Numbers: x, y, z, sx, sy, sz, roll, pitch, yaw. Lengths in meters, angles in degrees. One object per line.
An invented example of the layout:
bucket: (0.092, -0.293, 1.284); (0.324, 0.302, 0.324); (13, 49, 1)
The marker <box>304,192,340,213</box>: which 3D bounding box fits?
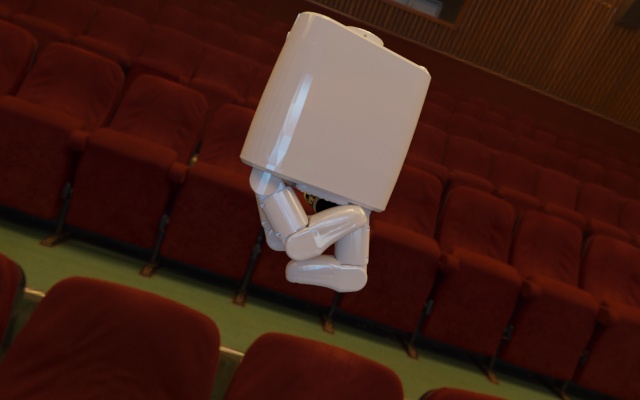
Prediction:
marker: (0.000, 0.001, 0.409); (0.020, 0.020, 0.121); (0, 6, -7)
